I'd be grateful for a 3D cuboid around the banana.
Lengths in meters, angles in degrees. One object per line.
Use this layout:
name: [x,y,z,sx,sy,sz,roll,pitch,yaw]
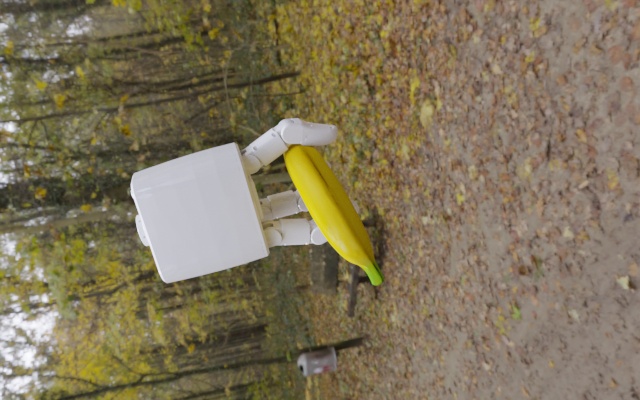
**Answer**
banana: [-0.001,-0.007,0.457,0.037,0.197,0.070,-24,-38,-8]
